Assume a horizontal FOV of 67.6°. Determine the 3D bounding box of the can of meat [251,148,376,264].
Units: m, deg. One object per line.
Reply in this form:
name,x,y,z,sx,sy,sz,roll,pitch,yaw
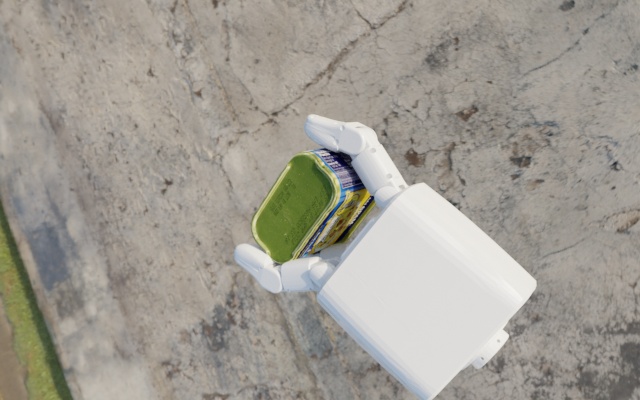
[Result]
can of meat,0.000,0.001,0.401,0.057,0.102,0.084,46,32,18
